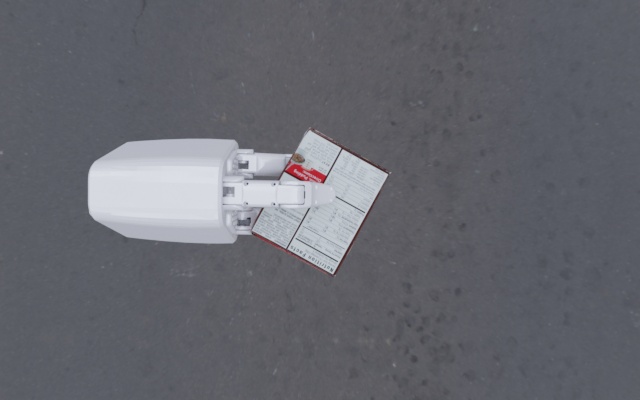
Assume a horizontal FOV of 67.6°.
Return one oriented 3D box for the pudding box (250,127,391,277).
[{"bbox_3d":[0.000,0.001,0.446,0.090,0.113,0.039,29,1,-3],"label":"pudding box"}]
